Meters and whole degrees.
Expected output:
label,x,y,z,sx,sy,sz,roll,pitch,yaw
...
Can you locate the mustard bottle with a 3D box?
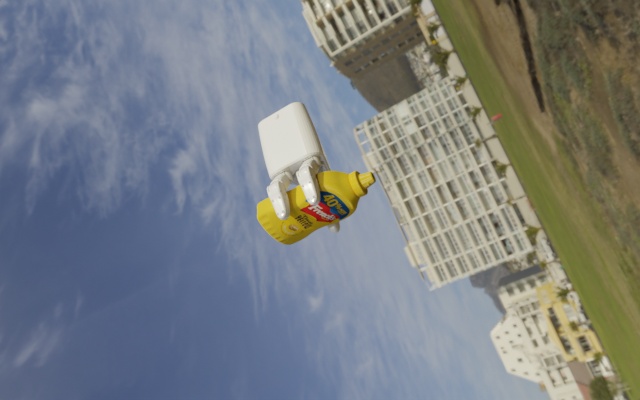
label,x,y,z,sx,sy,sz,roll,pitch,yaw
mustard bottle,0.000,0.003,0.761,0.191,0.058,0.096,-26,-48,20
